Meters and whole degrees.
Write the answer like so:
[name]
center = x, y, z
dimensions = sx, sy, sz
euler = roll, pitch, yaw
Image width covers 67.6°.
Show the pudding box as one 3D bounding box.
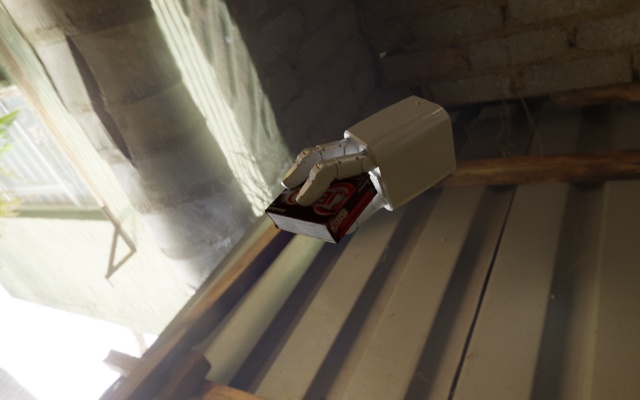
[pudding box]
center = 0.000, 0.002, 0.585
dimensions = 0.113, 0.039, 0.090
euler = 7, 47, 46
